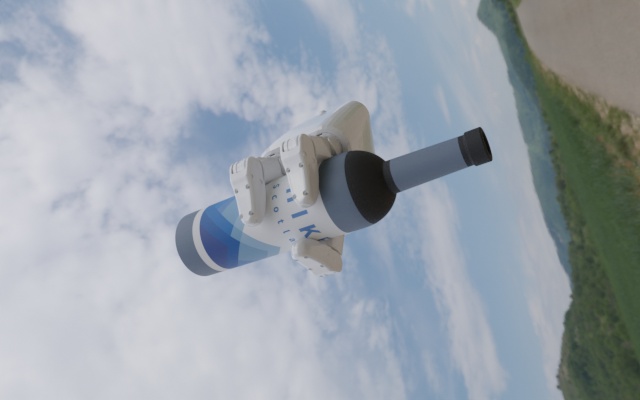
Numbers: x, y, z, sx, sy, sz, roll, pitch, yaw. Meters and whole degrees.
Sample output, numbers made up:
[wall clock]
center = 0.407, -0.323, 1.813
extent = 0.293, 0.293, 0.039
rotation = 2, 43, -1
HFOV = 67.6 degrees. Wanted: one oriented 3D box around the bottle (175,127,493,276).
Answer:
[bottle]
center = 0.000, 0.002, 0.422
extent = 0.296, 0.069, 0.069
rotation = -19, -9, 27
